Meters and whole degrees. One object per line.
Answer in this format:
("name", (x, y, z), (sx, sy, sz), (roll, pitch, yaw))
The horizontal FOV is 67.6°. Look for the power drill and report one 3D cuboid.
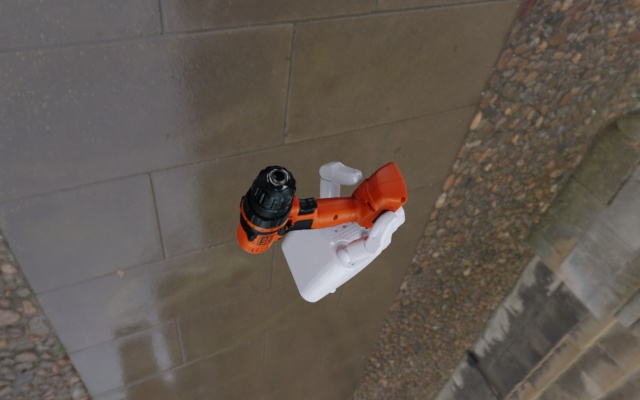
("power drill", (0.000, 0.002, 0.549), (0.187, 0.057, 0.184), (-8, -18, -20))
